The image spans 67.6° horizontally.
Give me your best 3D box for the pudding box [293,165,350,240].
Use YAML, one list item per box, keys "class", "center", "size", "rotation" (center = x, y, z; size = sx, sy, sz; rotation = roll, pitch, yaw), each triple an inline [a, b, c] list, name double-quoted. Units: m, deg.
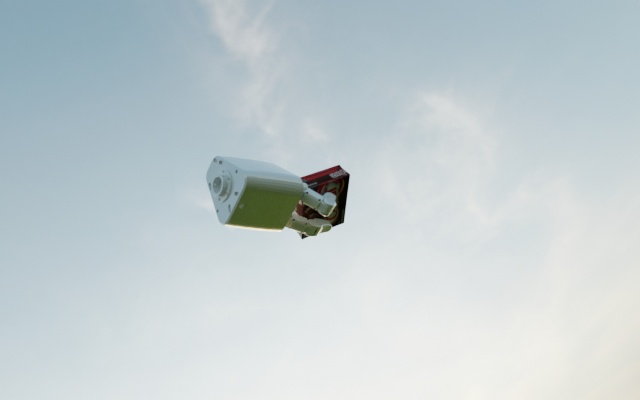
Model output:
- class: "pudding box"
  center: [0.000, 0.003, 0.811]
  size: [0.090, 0.114, 0.039]
  rotation: [-19, 48, -25]
